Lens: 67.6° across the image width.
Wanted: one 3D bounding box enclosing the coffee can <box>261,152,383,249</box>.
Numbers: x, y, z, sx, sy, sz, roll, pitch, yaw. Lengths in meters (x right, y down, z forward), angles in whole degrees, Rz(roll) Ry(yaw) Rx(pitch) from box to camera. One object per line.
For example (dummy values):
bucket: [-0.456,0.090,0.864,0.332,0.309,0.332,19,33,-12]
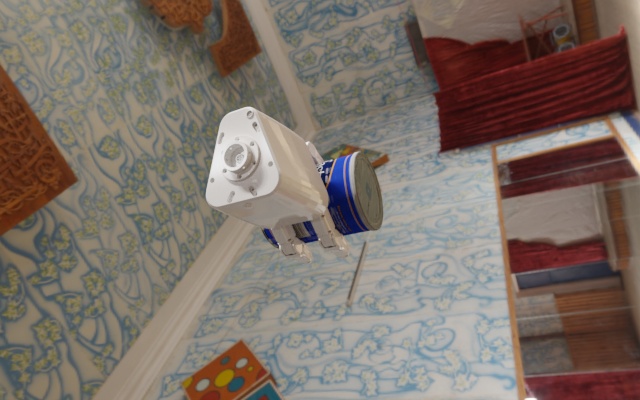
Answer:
coffee can: [0.000,0.002,0.633,0.140,0.103,0.103,-13,-5,23]
